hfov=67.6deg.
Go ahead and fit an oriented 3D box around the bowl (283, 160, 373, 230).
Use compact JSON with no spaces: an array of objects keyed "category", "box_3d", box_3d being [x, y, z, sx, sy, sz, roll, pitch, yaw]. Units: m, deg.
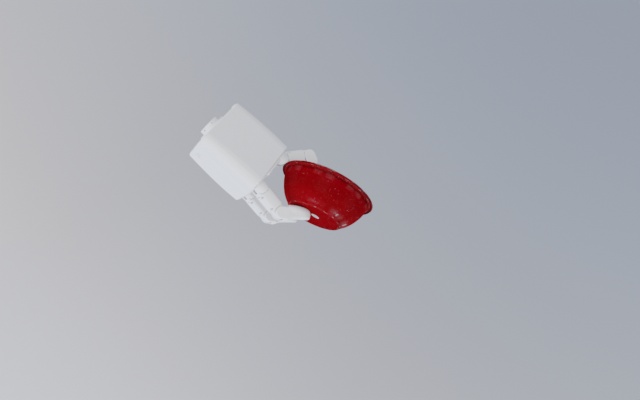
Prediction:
[{"category":"bowl","box_3d":[0.001,0.004,0.774,0.162,0.055,0.162,23,-20,9]}]
